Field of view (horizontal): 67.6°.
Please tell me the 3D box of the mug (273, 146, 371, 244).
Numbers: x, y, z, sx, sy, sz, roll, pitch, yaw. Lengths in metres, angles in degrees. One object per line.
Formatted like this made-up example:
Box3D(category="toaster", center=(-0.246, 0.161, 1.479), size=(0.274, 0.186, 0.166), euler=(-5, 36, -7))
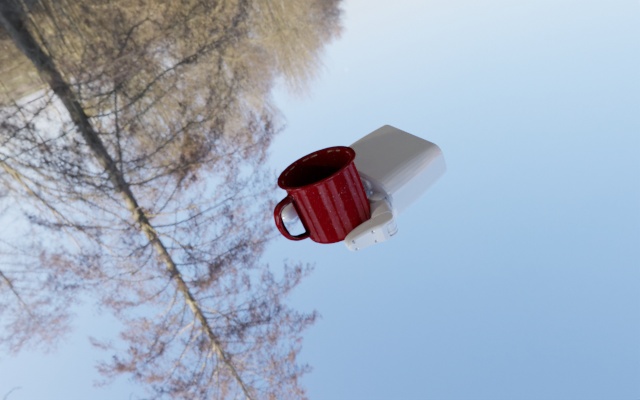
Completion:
Box3D(category="mug", center=(-0.001, 0.003, 0.539), size=(0.117, 0.081, 0.093), euler=(-36, 28, -24))
